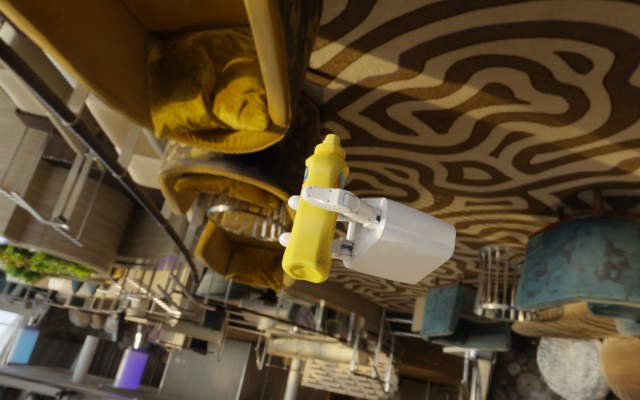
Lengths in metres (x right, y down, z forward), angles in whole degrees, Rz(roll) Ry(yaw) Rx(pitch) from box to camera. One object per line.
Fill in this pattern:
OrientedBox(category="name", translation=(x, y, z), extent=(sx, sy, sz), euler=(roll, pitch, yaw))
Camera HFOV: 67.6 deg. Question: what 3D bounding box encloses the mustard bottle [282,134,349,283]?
OrientedBox(category="mustard bottle", translation=(0.000, 0.002, 0.609), extent=(0.058, 0.191, 0.096), euler=(9, -21, 7))
